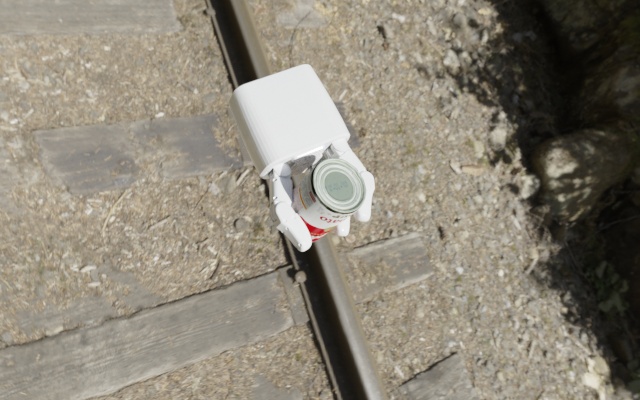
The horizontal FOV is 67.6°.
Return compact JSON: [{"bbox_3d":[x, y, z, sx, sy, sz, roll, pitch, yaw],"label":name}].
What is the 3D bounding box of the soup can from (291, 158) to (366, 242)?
[{"bbox_3d":[0.000,0.002,0.552,0.068,0.068,0.102,0,-22,-27],"label":"soup can"}]
